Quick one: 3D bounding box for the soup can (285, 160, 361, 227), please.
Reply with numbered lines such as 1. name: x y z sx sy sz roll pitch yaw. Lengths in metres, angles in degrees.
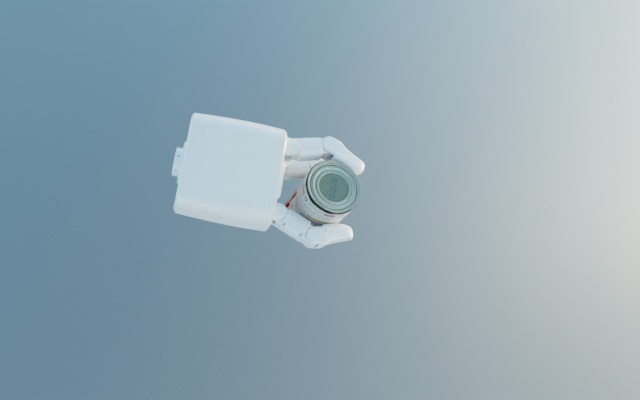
1. soup can: 0.001 0.002 0.579 0.068 0.068 0.102 0 -21 -19
